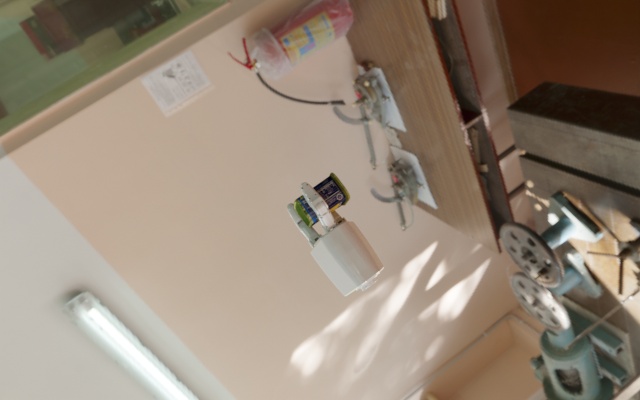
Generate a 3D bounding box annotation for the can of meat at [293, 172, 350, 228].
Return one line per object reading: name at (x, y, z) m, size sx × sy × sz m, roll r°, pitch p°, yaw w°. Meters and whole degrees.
can of meat at (0.000, 0.003, 0.862) m, size 0.084 × 0.057 × 0.102 m, roll -35°, pitch -6°, yaw -9°
